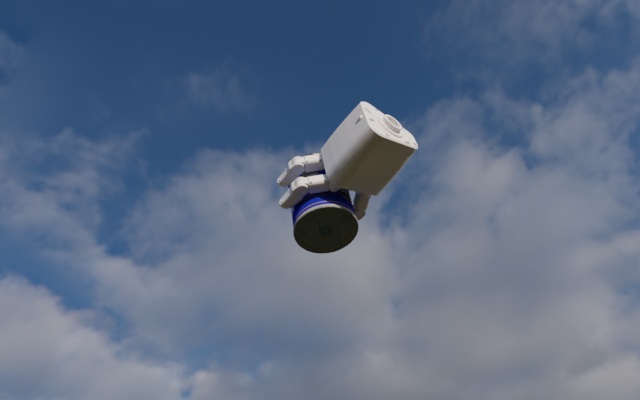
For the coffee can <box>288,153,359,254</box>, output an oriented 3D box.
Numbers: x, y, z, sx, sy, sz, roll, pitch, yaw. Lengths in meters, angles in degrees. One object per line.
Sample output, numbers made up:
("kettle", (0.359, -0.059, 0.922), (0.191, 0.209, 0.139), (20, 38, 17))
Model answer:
("coffee can", (0.000, 0.003, 0.793), (0.103, 0.103, 0.140), (0, 41, -10))
